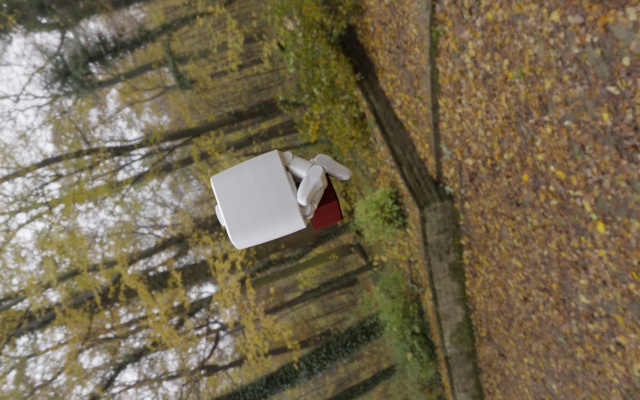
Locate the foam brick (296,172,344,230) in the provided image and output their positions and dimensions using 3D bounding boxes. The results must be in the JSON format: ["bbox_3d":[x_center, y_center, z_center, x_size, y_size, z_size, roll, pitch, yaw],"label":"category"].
[{"bbox_3d":[0.000,0.003,0.742,0.051,0.053,0.078,-22,-27,-1],"label":"foam brick"}]
